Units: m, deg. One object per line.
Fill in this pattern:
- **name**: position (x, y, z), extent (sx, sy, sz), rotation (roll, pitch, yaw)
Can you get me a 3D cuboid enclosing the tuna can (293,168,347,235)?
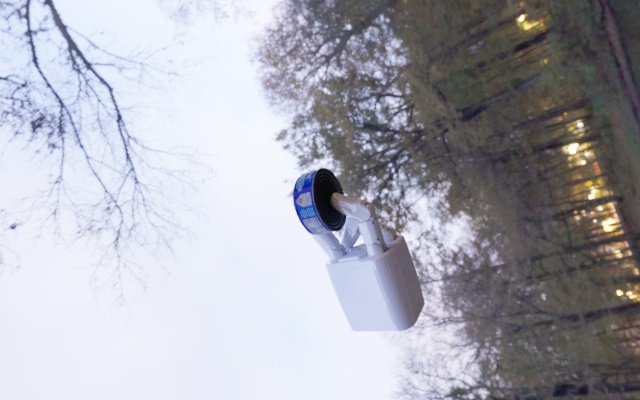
- **tuna can**: position (0.000, 0.002, 0.636), extent (0.034, 0.086, 0.086), rotation (-14, -7, 29)
